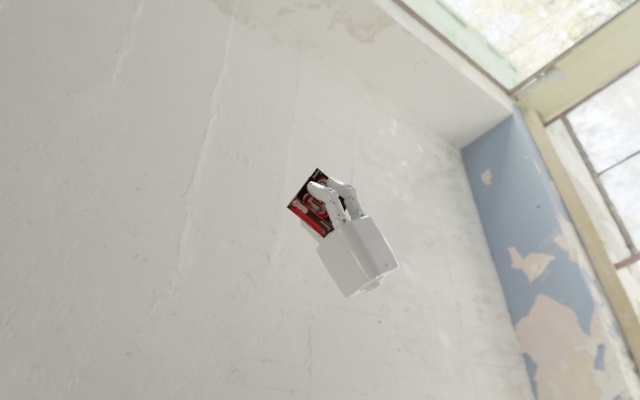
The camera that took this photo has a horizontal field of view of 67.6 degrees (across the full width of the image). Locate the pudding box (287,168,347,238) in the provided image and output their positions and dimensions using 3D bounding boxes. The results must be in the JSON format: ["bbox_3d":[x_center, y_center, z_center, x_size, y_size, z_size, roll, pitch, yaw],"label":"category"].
[{"bbox_3d":[0.000,0.003,0.868,0.039,0.090,0.113,-45,8,35],"label":"pudding box"}]
